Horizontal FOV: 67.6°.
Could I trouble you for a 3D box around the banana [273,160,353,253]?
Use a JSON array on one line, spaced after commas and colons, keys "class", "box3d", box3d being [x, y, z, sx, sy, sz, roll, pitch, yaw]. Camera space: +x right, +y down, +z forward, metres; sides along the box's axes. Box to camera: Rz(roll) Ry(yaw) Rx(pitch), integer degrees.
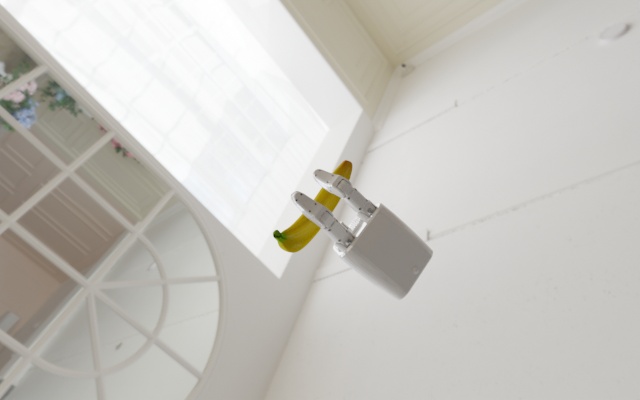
[{"class": "banana", "box3d": [-0.006, 0.016, 0.692, 0.037, 0.070, 0.197, 32, 48, 10]}]
